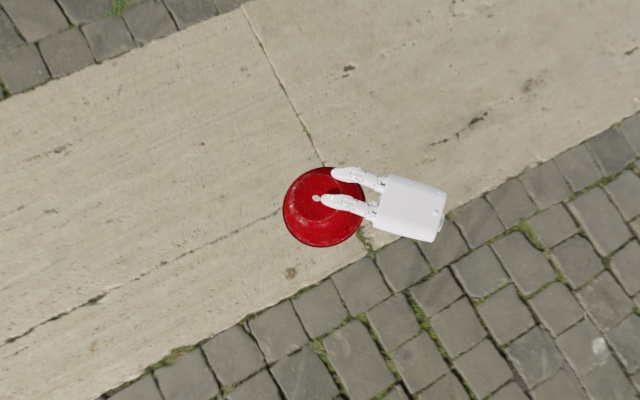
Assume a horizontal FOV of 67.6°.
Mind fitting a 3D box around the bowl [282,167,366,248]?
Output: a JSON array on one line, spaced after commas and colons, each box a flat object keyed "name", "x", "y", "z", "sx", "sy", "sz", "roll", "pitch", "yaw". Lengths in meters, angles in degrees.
[{"name": "bowl", "x": -0.001, "y": 0.003, "z": 0.878, "sx": 0.162, "sy": 0.162, "sz": 0.055, "roll": 0, "pitch": -19, "yaw": 13}]
